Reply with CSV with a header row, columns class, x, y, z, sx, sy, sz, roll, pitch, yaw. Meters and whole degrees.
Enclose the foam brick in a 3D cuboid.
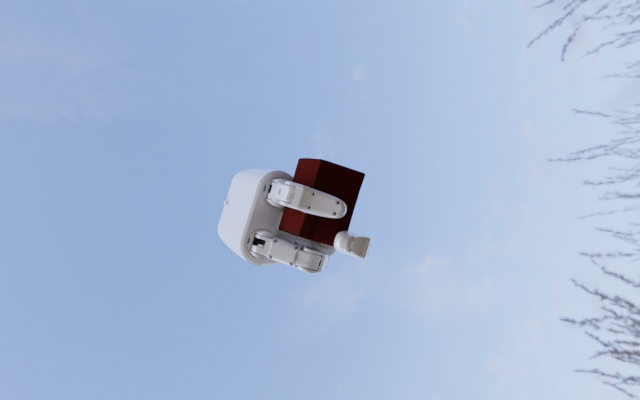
class,x,y,z,sx,sy,sz,roll,pitch,yaw
foam brick,0.000,0.001,0.471,0.053,0.078,0.051,18,-2,-27
